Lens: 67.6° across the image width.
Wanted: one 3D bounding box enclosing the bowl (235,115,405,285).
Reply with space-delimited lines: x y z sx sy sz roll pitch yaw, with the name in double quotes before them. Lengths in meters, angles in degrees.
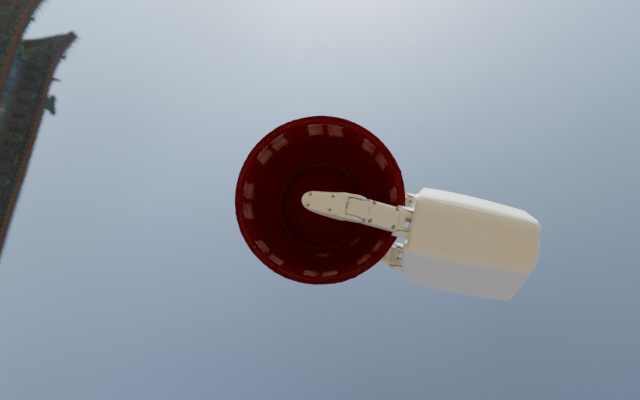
"bowl" -0.001 0.001 0.474 0.162 0.162 0.055 0 -9 2
